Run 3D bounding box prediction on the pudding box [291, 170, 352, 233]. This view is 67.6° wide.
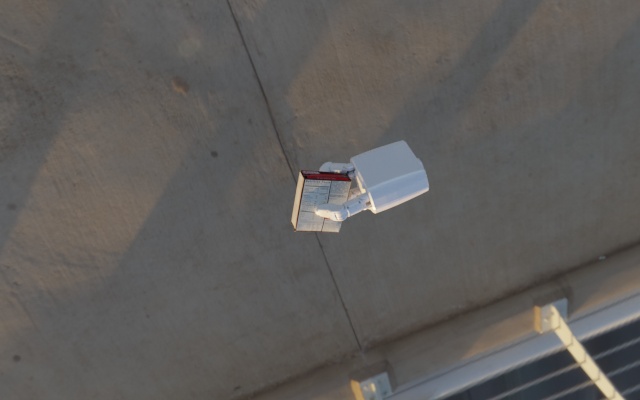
[{"bbox_3d":[0.000,0.003,0.864,0.090,0.113,0.039,3,27,-16],"label":"pudding box"}]
